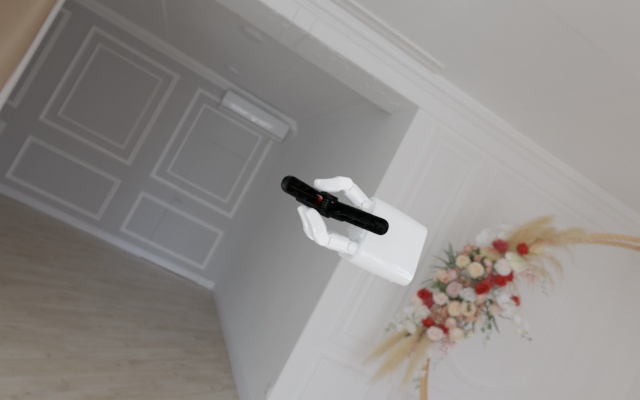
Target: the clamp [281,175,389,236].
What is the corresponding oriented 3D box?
[{"bbox_3d":[0.001,0.002,0.747,0.164,0.036,0.210,26,-3,-15],"label":"clamp"}]
